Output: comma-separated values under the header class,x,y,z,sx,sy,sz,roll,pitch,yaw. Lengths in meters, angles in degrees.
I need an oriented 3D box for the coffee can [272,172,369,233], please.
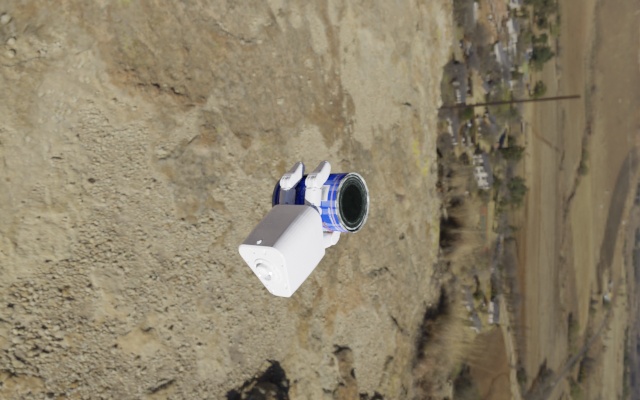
class,x,y,z,sx,sy,sz,roll,pitch,yaw
coffee can,0.000,0.003,0.841,0.140,0.103,0.103,1,0,36
